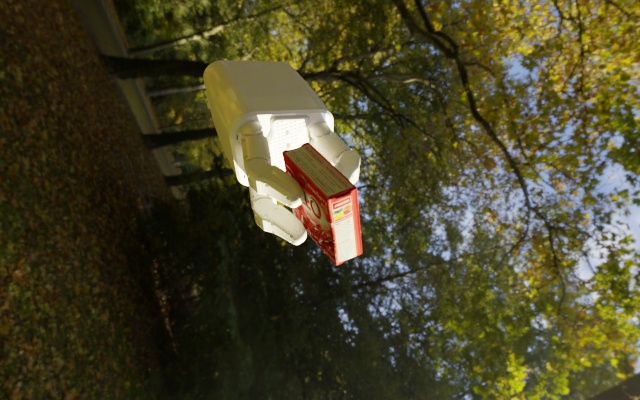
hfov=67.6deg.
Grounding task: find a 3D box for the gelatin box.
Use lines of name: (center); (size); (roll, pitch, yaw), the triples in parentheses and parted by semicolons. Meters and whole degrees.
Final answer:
gelatin box: (0.001, 0.001, 0.418); (0.030, 0.073, 0.089); (-23, 40, -19)
